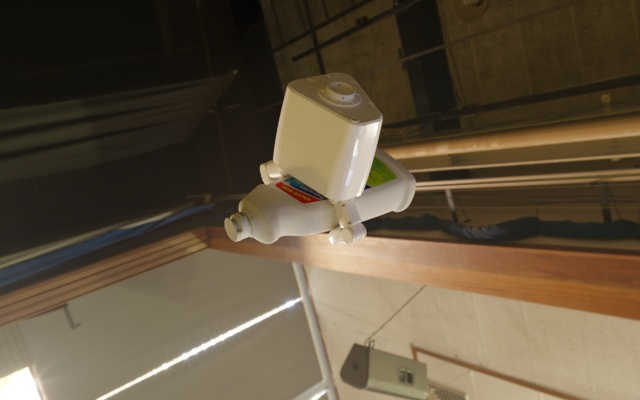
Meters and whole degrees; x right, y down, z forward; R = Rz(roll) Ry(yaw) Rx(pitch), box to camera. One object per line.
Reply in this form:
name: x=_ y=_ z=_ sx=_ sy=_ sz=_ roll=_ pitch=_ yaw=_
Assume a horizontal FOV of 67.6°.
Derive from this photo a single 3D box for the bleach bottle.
bleach bottle: x=0.000 y=0.002 z=0.611 sx=0.251 sy=0.068 sz=0.102 roll=-21 pitch=51 yaw=-33
